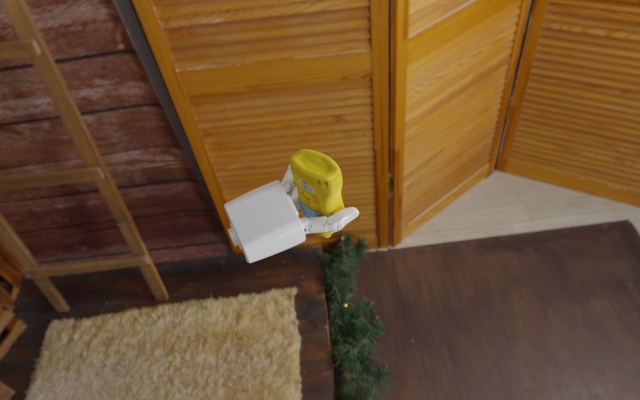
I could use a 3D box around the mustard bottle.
[{"bbox_3d":[0.000,0.002,0.854,0.096,0.192,0.058,29,58,30],"label":"mustard bottle"}]
